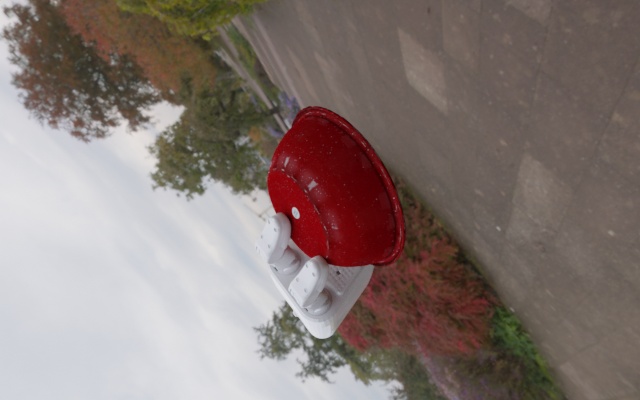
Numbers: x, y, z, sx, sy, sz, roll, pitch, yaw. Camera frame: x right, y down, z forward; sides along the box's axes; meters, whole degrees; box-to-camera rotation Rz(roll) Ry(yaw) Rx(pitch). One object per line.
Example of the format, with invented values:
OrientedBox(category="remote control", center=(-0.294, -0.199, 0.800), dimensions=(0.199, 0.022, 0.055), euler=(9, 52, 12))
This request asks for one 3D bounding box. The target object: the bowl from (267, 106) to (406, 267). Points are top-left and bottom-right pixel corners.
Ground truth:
OrientedBox(category="bowl", center=(0.000, 0.001, 0.426), dimensions=(0.055, 0.162, 0.162), euler=(-30, 13, -25))
